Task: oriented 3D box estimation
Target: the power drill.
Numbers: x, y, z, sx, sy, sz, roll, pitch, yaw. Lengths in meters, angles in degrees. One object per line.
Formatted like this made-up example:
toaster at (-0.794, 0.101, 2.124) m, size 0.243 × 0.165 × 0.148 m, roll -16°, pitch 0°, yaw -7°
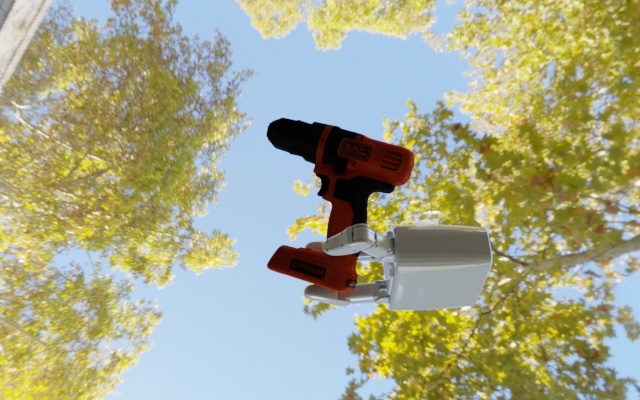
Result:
power drill at (0.000, 0.002, 0.568) m, size 0.184 × 0.187 × 0.057 m, roll 17°, pitch -3°, yaw 15°
